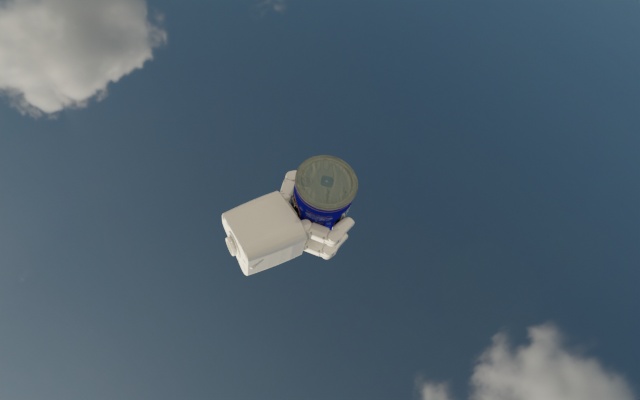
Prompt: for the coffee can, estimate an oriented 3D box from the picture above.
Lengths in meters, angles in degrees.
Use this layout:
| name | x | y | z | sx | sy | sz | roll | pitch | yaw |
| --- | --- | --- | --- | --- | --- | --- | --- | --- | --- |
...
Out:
| name | x | y | z | sx | sy | sz | roll | pitch | yaw |
| --- | --- | --- | --- | --- | --- | --- | --- | --- | --- |
| coffee can | 0.000 | 0.003 | 0.825 | 0.103 | 0.102 | 0.140 | 0 | -29 | -10 |
